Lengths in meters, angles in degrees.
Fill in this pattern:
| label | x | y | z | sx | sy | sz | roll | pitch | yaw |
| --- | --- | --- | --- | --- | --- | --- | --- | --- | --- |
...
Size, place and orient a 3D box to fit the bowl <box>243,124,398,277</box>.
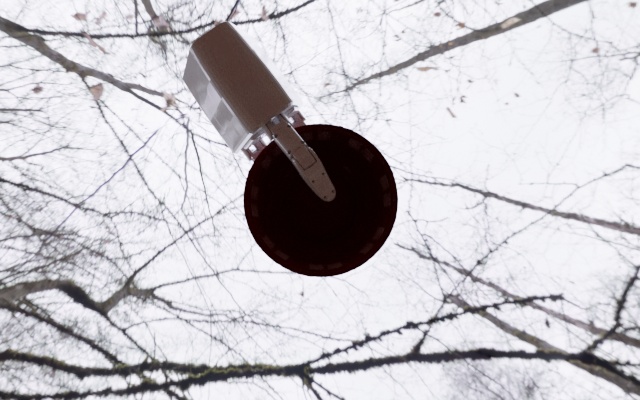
| label | x | y | z | sx | sy | sz | roll | pitch | yaw |
| --- | --- | --- | --- | --- | --- | --- | --- | --- | --- |
| bowl | 0.001 | 0.003 | 0.520 | 0.162 | 0.162 | 0.055 | 0 | -9 | -1 |
